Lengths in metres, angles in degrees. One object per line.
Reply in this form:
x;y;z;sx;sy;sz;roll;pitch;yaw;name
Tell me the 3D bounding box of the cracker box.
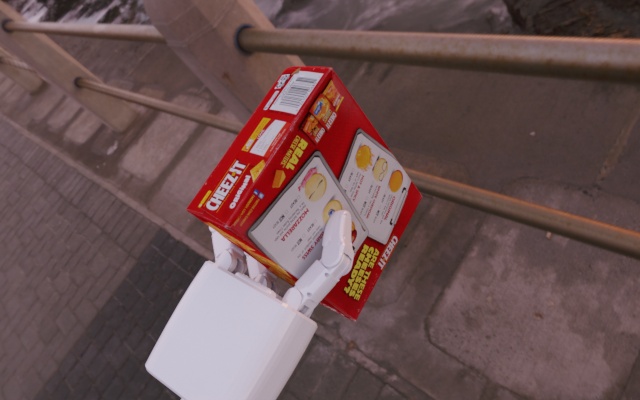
0.000;0.002;0.474;0.072;0.164;0.214;18;-19;43;cracker box
